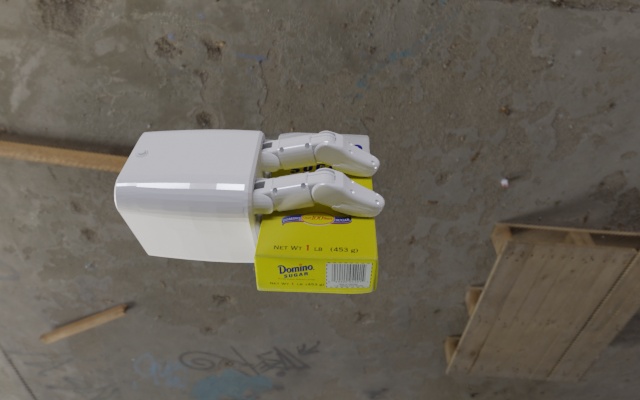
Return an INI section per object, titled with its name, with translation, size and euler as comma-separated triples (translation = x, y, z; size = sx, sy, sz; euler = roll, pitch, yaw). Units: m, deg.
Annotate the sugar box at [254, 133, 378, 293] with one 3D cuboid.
[sugar box]
translation = 0.000, 0.001, 0.422
size = 0.093, 0.048, 0.176
euler = 2, 41, 0
